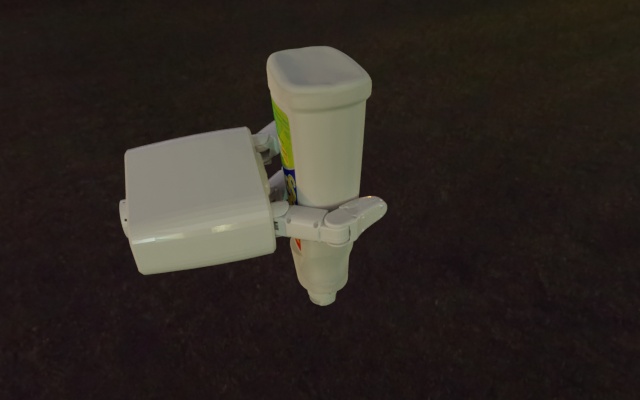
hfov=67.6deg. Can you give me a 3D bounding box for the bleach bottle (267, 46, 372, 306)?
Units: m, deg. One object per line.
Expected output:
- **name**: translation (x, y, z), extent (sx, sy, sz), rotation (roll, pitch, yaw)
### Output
- **bleach bottle**: translation (0.000, 0.001, 0.426), extent (0.068, 0.251, 0.102), rotation (-11, 35, -12)
